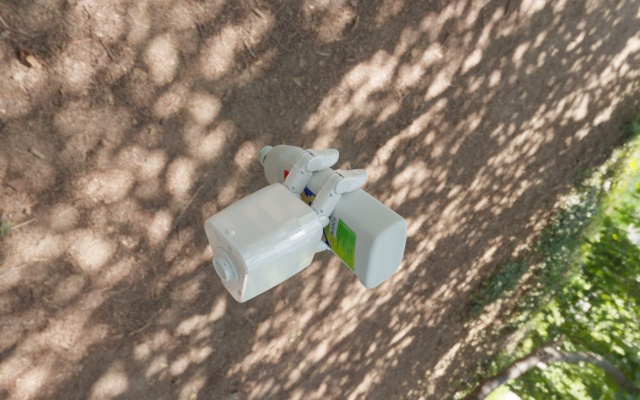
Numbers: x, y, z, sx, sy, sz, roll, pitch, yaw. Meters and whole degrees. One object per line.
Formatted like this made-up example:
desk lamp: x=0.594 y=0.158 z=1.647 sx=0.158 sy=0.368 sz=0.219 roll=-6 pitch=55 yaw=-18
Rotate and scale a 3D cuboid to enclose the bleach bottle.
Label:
bleach bottle: x=0.000 y=0.002 z=0.639 sx=0.068 sy=0.103 sz=0.250 roll=-28 pitch=49 yaw=-30
